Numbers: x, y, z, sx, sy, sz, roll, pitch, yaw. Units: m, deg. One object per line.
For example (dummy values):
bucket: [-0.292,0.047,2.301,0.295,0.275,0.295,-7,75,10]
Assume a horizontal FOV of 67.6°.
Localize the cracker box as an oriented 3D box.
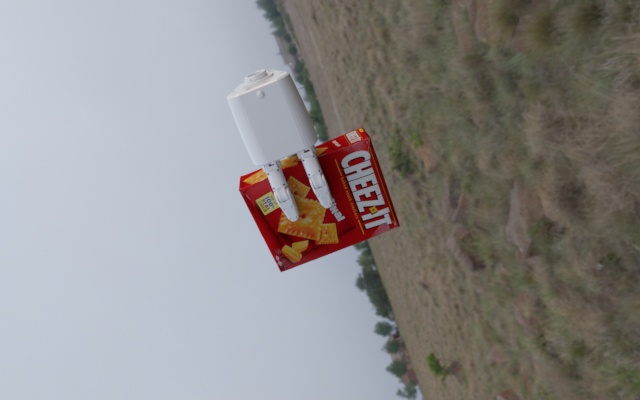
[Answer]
cracker box: [0.000,0.002,0.764,0.214,0.164,0.072,-21,24,3]
